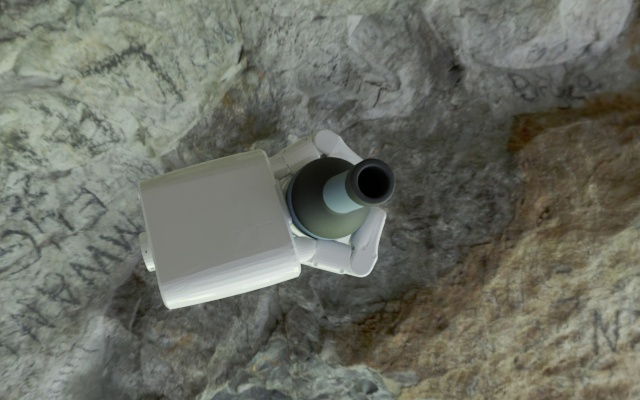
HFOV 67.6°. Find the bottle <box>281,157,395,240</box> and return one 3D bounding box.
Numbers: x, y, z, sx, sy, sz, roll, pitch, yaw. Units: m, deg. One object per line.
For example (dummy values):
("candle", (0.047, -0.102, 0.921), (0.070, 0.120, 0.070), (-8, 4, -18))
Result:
("bottle", (0.000, 0.001, 0.417), (0.069, 0.069, 0.296), (0, -5, -12))
